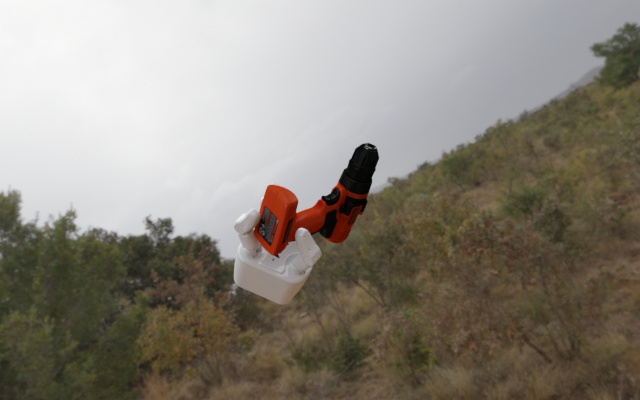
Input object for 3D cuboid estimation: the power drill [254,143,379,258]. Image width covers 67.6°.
[{"bbox_3d":[0.000,0.003,0.718,0.187,0.184,0.057,-12,42,-41],"label":"power drill"}]
